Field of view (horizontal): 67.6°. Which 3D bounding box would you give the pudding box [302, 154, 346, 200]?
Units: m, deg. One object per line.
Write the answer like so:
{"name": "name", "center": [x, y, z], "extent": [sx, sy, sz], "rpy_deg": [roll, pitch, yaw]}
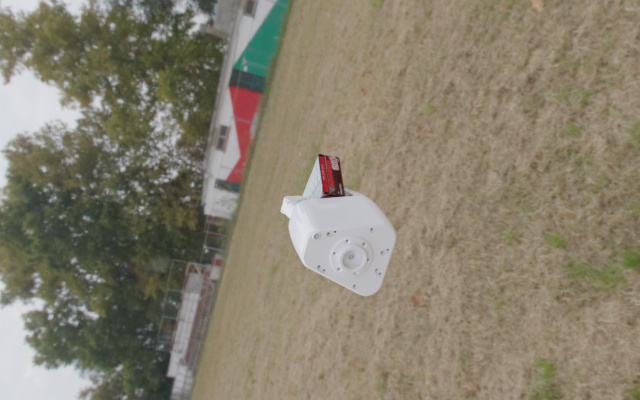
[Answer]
{"name": "pudding box", "center": [0.000, 0.002, 0.703], "extent": [0.039, 0.090, 0.114], "rpy_deg": [12, -48, -15]}
